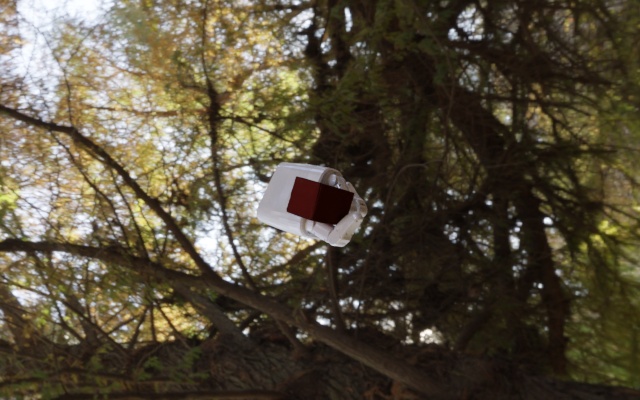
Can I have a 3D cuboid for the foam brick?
[{"bbox_3d":[0.000,0.002,0.668,0.051,0.053,0.078,18,2,40],"label":"foam brick"}]
